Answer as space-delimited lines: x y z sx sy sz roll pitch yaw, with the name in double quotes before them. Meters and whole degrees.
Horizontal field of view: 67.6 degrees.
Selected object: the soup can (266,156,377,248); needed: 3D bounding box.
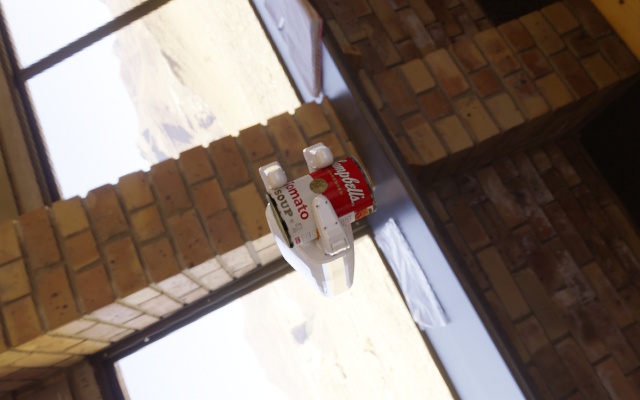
"soup can" 0.000 0.002 0.518 0.102 0.068 0.068 -24 4 -9
